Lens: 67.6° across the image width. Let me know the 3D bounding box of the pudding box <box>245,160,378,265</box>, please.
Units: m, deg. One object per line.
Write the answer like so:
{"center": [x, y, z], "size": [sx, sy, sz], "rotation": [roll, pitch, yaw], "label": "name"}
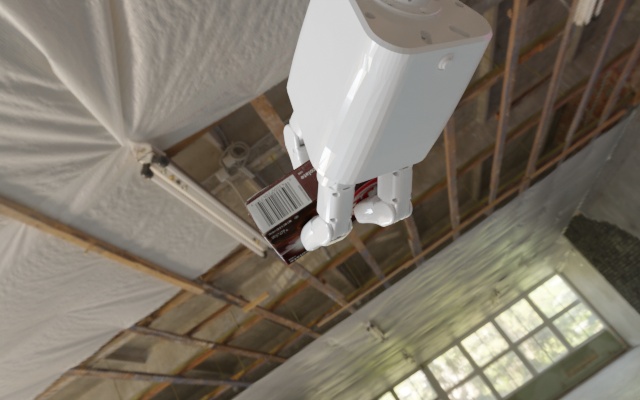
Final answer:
{"center": [0.000, 0.001, 0.414], "size": [0.113, 0.039, 0.090], "rotation": [-32, -25, -4], "label": "pudding box"}
